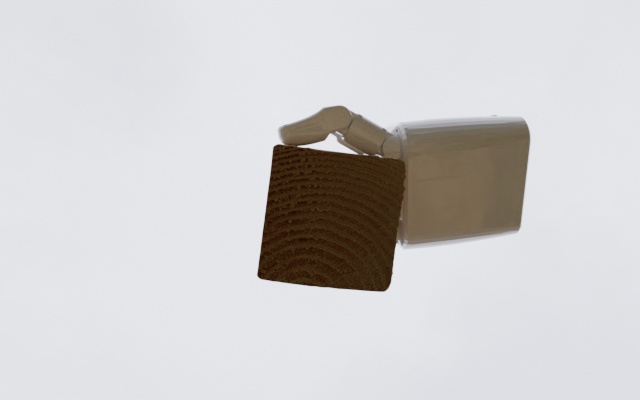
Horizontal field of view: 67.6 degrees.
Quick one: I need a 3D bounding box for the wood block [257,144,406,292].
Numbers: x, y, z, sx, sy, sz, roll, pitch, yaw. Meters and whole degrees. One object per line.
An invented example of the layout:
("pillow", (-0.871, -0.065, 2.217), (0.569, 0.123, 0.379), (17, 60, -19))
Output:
("wood block", (0.000, 0.002, 0.408), (0.090, 0.091, 0.206), (6, 6, -5))
